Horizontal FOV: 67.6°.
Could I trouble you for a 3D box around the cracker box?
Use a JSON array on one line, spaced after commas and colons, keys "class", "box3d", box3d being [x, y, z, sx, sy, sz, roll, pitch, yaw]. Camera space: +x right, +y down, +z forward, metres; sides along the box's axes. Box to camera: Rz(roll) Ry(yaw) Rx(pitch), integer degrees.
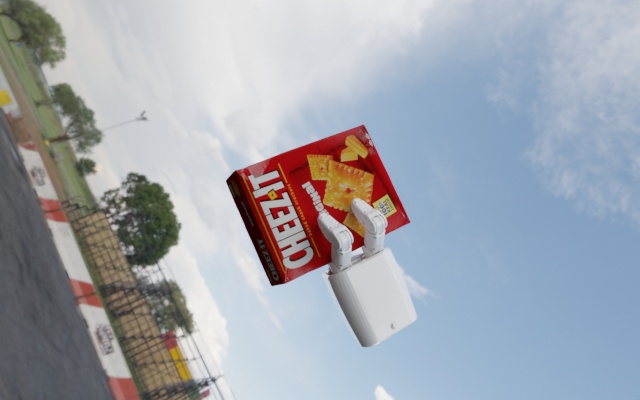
[{"class": "cracker box", "box3d": [0.000, 0.002, 0.678, 0.213, 0.164, 0.072, -23, -3, -25]}]
